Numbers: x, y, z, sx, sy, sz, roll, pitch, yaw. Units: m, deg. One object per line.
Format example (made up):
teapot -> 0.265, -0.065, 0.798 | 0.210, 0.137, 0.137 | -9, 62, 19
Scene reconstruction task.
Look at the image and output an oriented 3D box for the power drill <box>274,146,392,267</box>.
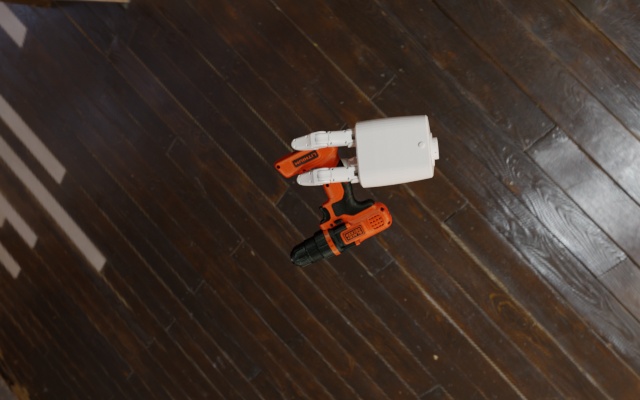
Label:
power drill -> 0.000, 0.002, 0.788 | 0.184, 0.188, 0.057 | -27, 13, 6
